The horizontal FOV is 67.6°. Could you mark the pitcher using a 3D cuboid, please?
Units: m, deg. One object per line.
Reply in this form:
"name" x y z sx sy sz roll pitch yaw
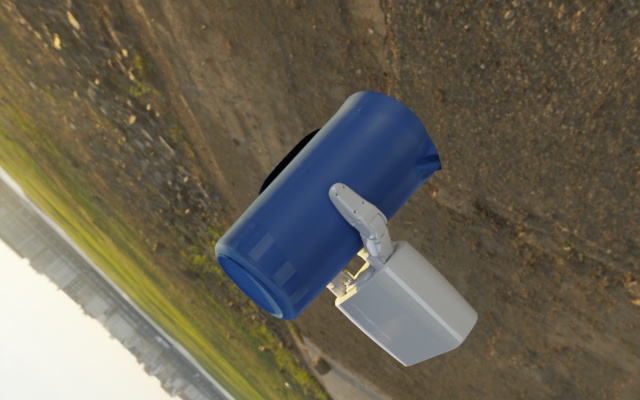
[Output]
"pitcher" 0.000 0.002 0.519 0.242 0.145 0.149 -46 -1 -24
